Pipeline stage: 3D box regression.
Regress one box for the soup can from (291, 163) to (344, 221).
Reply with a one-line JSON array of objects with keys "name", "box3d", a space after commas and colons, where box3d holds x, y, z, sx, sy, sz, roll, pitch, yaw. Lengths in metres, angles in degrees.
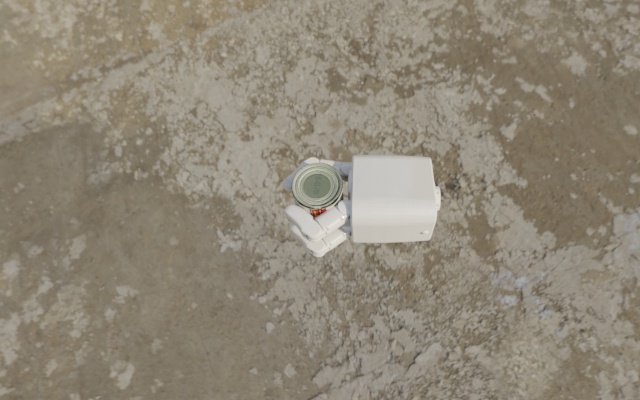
[{"name": "soup can", "box3d": [0.000, 0.002, 0.647, 0.068, 0.068, 0.102, 0, -26, 6]}]
